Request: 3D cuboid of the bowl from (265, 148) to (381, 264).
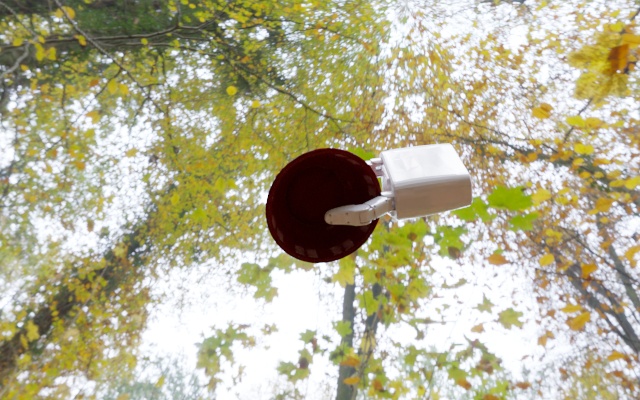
[{"bbox_3d":[-0.001,0.002,0.654,0.162,0.162,0.055,0,18,-17],"label":"bowl"}]
